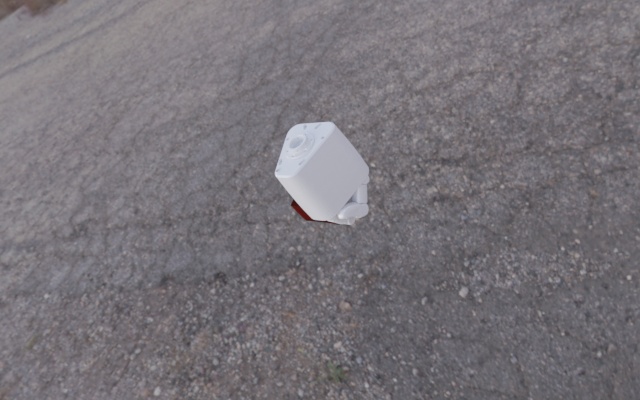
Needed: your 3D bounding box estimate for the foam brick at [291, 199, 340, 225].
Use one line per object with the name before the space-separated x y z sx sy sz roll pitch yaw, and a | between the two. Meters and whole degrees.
foam brick | 0.000 0.003 0.799 0.078 0.053 0.051 4 -30 42
